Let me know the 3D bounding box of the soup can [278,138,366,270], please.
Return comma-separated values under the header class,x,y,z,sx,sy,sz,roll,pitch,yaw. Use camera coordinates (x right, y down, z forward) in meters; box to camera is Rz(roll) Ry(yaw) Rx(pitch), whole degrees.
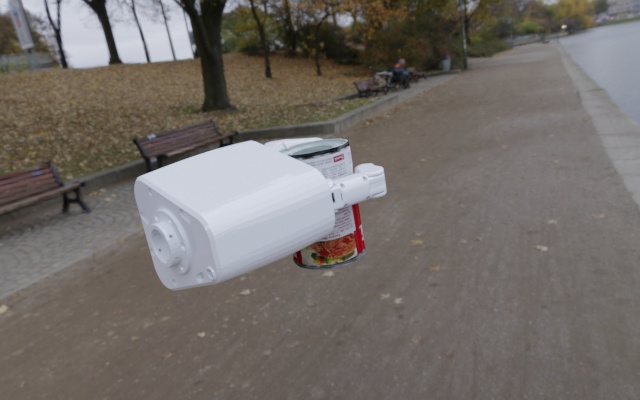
class,x,y,z,sx,sy,sz,roll,pitch,yaw
soup can,0.000,0.001,0.428,0.068,0.102,0.068,-9,15,3
